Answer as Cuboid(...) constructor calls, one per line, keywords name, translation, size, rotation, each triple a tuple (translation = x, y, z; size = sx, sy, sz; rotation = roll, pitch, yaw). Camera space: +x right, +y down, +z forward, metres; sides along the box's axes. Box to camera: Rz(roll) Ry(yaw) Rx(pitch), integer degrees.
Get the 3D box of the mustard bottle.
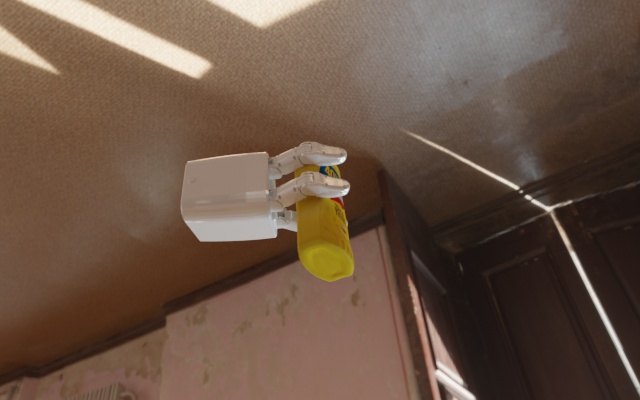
Cuboid(name="mustard bottle", translation=(0.000, 0.002, 0.623), size=(0.058, 0.191, 0.096), rotation=(-21, -41, 17))
